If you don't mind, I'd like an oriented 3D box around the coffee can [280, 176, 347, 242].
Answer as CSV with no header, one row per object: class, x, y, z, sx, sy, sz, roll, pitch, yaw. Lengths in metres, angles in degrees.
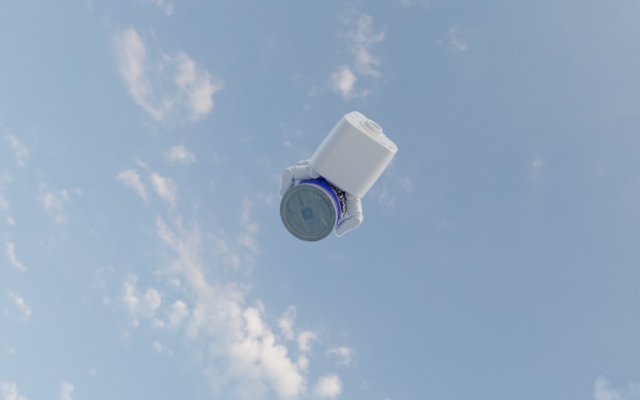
coffee can,0.000,0.003,0.869,0.103,0.103,0.140,0,16,20
